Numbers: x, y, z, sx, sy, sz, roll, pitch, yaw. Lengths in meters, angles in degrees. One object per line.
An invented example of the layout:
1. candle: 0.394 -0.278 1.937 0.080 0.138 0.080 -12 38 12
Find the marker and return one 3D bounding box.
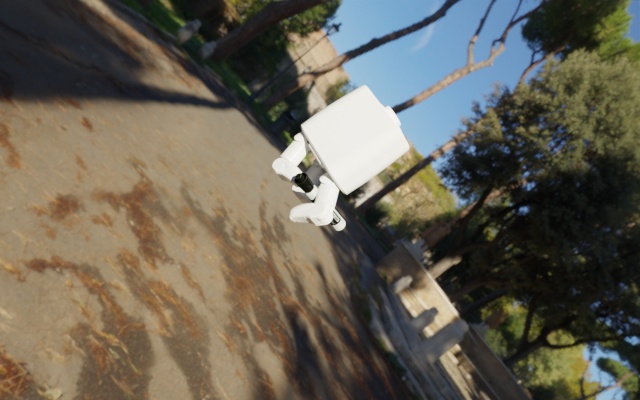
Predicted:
1. marker: 0.000 0.002 0.638 0.020 0.020 0.121 0 -34 33
